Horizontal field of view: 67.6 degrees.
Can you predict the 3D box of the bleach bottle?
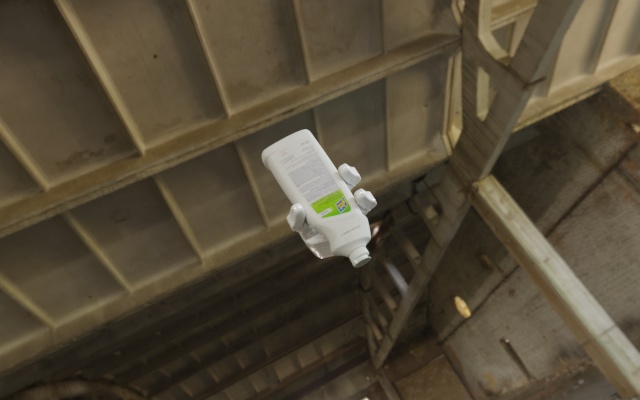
[{"bbox_3d":[0.000,0.002,0.789,0.102,0.250,0.068,-29,-25,-3],"label":"bleach bottle"}]
